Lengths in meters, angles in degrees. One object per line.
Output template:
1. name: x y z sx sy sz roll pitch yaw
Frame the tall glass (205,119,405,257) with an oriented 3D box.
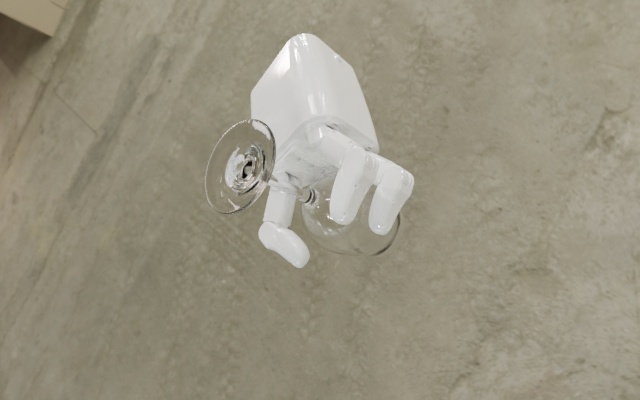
1. tall glass: 0.000 0.001 0.424 0.079 0.079 0.201 0 -16 40
